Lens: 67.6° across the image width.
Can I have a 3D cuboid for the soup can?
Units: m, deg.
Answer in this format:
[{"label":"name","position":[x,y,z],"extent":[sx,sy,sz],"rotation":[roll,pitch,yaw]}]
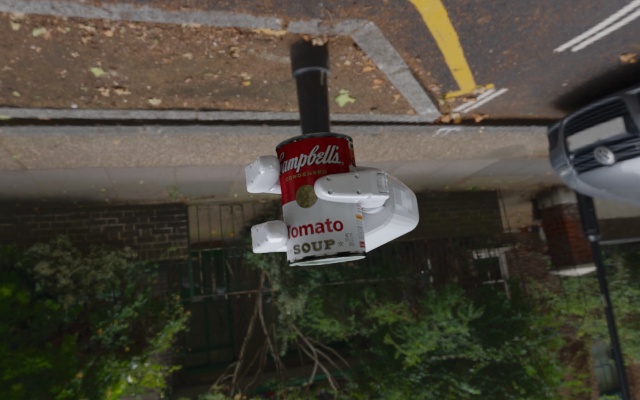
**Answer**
[{"label":"soup can","position":[0.000,0.002,0.407],"extent":[0.068,0.102,0.068],"rotation":[-6,-10,-1]}]
